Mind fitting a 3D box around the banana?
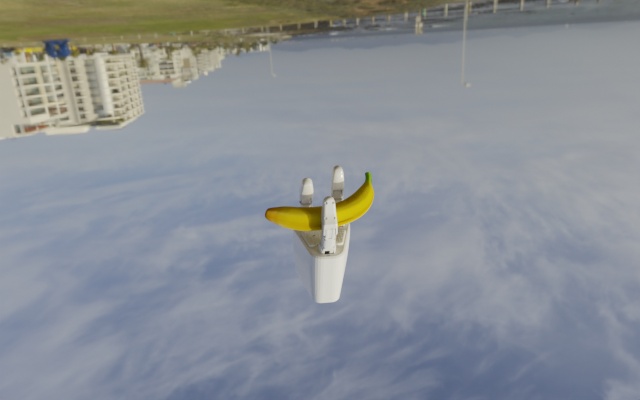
[{"bbox_3d":[0.012,0.014,0.761,0.198,0.069,0.037,-20,-36,-23],"label":"banana"}]
